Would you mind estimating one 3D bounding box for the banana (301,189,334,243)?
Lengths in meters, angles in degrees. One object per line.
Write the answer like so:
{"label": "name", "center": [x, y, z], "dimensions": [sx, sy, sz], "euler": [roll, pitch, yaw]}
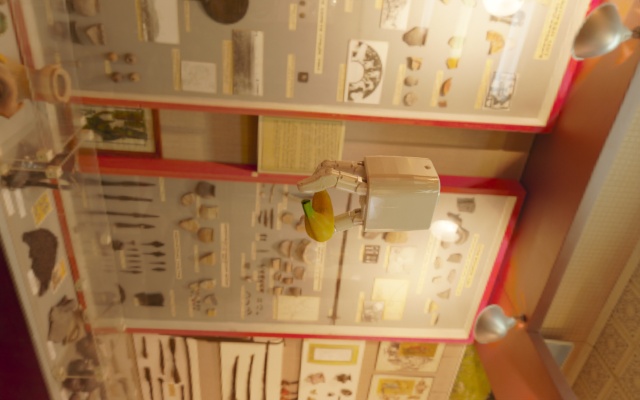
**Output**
{"label": "banana", "center": [0.001, 0.021, 0.695], "dimensions": [0.037, 0.069, 0.198], "euler": [-3, 6, 4]}
